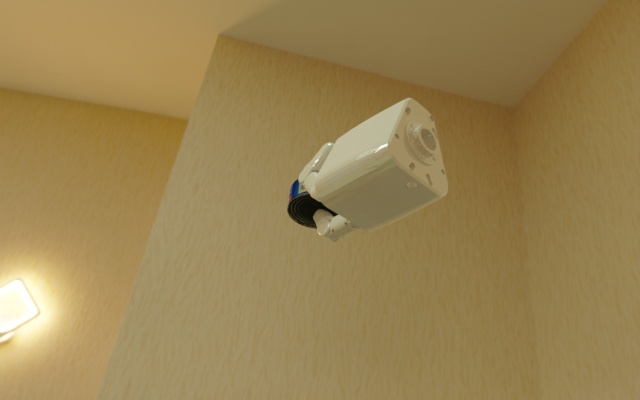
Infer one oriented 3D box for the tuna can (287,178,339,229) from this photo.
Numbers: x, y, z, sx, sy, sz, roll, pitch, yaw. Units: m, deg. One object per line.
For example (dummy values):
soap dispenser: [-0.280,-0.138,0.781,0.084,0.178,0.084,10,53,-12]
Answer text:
tuna can: [0.000,0.002,0.632,0.086,0.033,0.086,3,-34,2]
